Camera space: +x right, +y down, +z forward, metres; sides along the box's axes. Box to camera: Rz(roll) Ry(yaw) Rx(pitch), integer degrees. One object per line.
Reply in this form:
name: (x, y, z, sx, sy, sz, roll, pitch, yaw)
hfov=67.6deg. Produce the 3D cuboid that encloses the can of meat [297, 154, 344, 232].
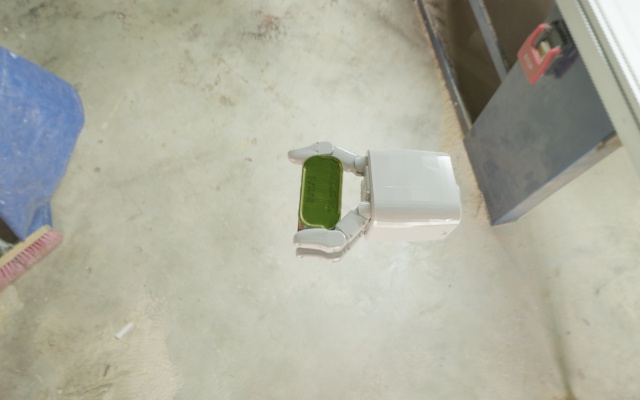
can of meat: (0.000, 0.002, 0.609, 0.057, 0.102, 0.084, 4, -19, -1)
